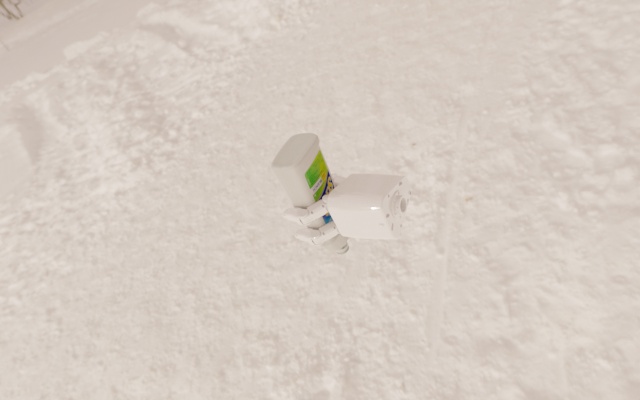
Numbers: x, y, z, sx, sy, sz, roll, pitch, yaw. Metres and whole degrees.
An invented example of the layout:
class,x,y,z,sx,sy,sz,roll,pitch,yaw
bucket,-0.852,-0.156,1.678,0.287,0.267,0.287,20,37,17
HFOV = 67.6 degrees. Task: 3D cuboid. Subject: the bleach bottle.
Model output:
class,x,y,z,sx,sy,sz,roll,pitch,yaw
bleach bottle,0.000,0.003,0.891,0.068,0.251,0.102,2,46,35
